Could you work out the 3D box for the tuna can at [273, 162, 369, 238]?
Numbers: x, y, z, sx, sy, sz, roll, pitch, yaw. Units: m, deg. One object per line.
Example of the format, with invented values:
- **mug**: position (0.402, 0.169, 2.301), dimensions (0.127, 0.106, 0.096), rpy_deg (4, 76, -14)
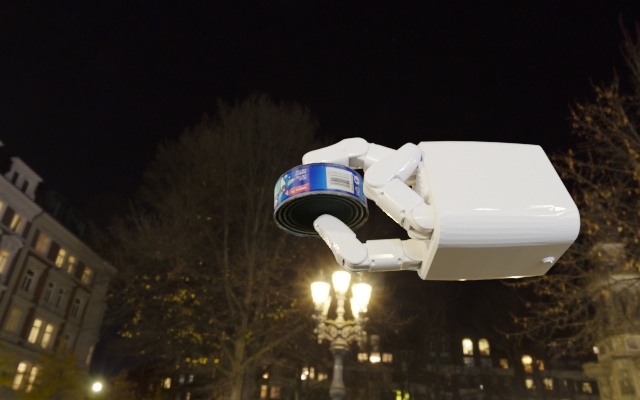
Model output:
- **tuna can**: position (0.000, 0.001, 0.439), dimensions (0.086, 0.033, 0.086), rpy_deg (-2, -30, -1)
